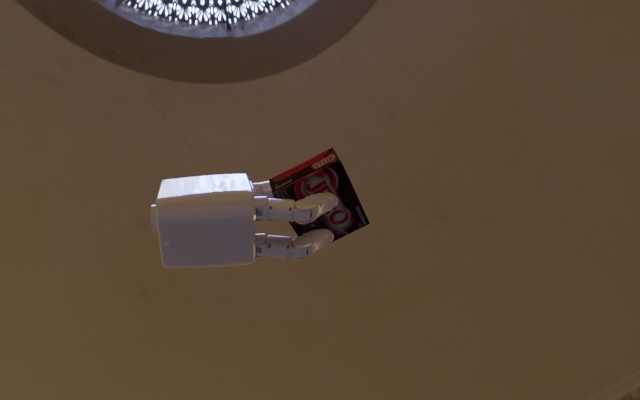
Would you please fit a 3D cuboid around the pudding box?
[{"bbox_3d":[0.000,0.002,0.598,0.090,0.114,0.039,-26,39,3],"label":"pudding box"}]
